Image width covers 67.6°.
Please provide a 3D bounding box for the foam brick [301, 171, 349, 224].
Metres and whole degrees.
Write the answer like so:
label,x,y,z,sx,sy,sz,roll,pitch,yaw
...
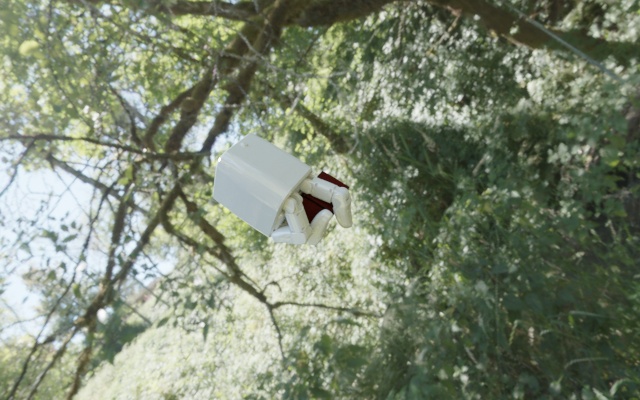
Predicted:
label,x,y,z,sx,sy,sz,roll,pitch,yaw
foam brick,0.000,0.002,0.713,0.051,0.053,0.078,31,38,6
